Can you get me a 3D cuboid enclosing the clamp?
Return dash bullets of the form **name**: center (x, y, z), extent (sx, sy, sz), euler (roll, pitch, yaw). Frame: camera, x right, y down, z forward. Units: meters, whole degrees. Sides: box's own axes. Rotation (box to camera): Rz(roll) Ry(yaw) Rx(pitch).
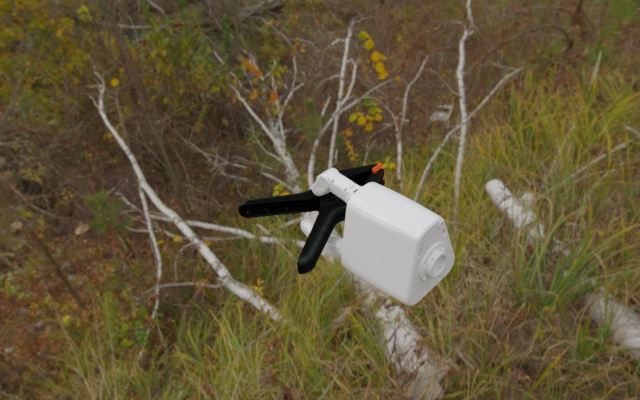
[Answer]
- **clamp**: center (0.001, 0.001, 0.662), extent (0.210, 0.036, 0.164), euler (-35, 45, -28)
